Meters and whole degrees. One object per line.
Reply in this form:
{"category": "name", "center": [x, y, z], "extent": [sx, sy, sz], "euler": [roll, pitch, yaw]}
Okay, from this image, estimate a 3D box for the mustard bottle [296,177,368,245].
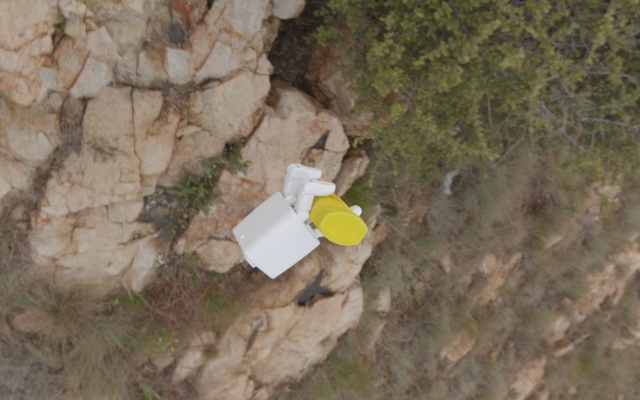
{"category": "mustard bottle", "center": [0.000, 0.003, 0.837], "extent": [0.096, 0.058, 0.191], "euler": [23, 16, -36]}
